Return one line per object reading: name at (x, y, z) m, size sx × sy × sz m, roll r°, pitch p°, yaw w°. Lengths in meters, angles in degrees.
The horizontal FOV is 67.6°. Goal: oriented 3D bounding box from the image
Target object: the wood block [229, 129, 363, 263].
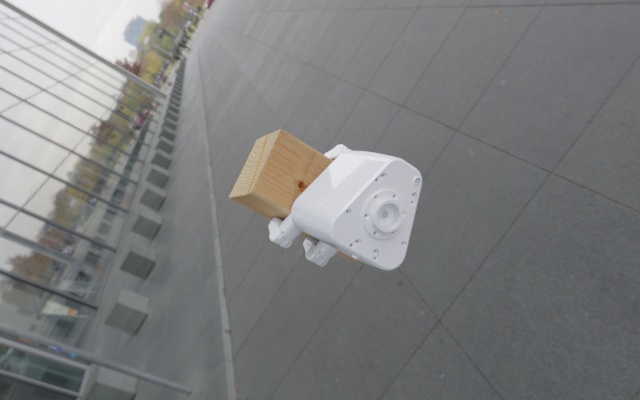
wood block at (0.000, 0.002, 0.631) m, size 0.206 × 0.090 × 0.090 m, roll 30°, pitch -16°, yaw -23°
